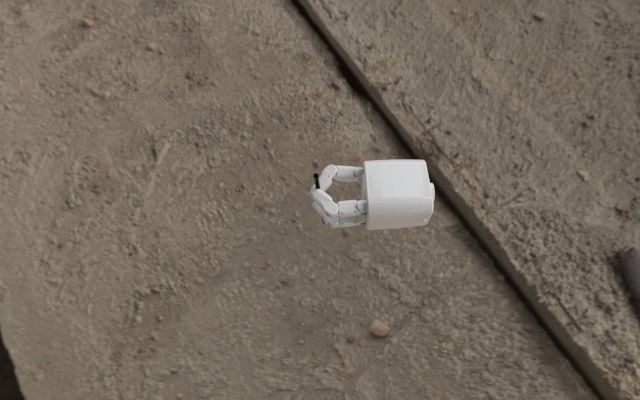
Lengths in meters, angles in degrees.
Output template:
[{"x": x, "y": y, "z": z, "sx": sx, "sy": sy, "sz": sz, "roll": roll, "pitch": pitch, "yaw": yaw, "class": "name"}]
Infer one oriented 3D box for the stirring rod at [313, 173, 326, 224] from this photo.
[{"x": 0.000, "y": 0.003, "z": 0.853, "sx": 0.011, "sy": 0.011, "sz": 0.240, "roll": 0, "pitch": -20, "yaw": 4, "class": "stirring rod"}]
